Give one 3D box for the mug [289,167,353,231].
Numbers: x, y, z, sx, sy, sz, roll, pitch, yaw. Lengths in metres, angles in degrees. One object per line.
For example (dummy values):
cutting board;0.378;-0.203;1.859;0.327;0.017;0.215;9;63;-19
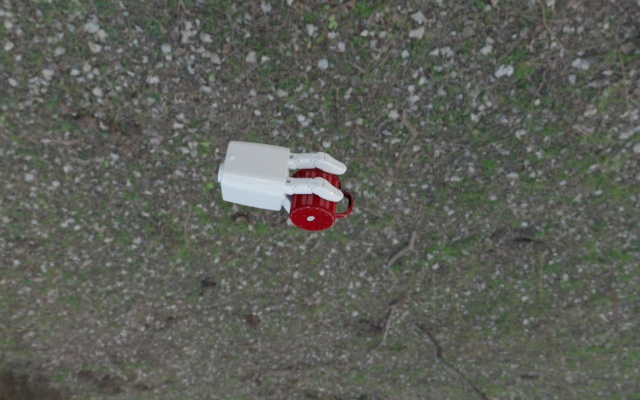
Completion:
mug;0.002;0.003;0.851;0.117;0.081;0.093;9;-34;-4
